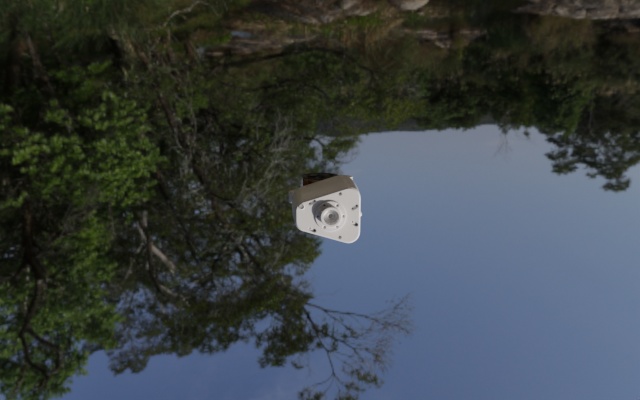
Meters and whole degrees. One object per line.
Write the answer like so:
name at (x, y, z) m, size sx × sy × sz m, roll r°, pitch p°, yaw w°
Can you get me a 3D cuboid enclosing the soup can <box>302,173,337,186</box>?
soup can at (0.000, 0.003, 0.894) m, size 0.068 × 0.102 × 0.068 m, roll 0°, pitch 12°, yaw 0°
